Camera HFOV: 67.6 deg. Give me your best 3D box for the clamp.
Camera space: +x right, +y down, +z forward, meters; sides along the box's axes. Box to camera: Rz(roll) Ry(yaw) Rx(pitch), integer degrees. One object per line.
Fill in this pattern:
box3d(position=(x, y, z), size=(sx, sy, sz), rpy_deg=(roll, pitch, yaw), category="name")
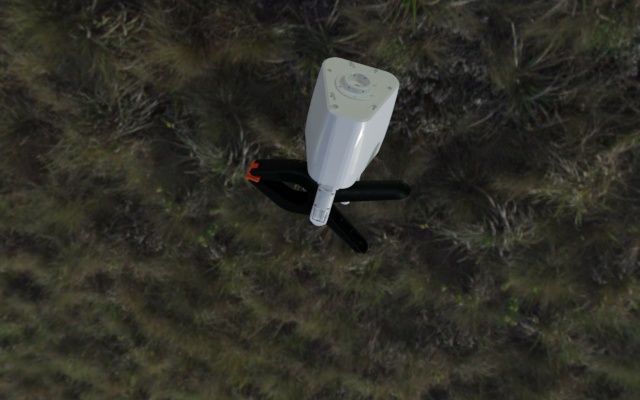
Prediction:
box3d(position=(-0.001, 0.002, 0.656), size=(0.210, 0.036, 0.165), rpy_deg=(17, -39, 2), category="clamp")
